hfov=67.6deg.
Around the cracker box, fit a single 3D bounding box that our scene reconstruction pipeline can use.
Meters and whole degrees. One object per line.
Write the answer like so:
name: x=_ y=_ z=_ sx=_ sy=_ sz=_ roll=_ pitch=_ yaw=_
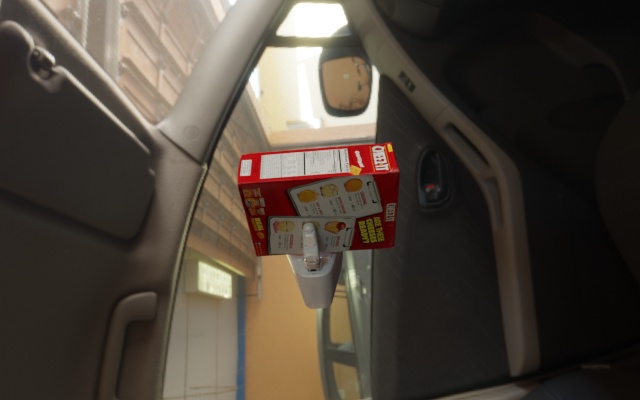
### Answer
cracker box: x=0.000 y=0.002 z=0.693 sx=0.214 sy=0.072 sz=0.164 roll=-5 pitch=-43 yaw=1
